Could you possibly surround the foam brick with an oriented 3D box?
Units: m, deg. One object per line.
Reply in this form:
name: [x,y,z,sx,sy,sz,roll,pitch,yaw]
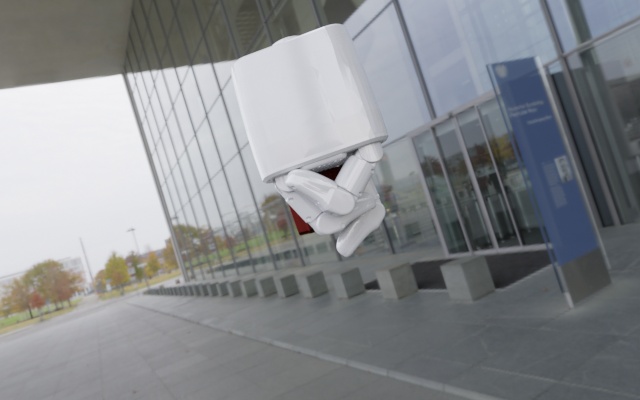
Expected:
foam brick: [0.000,0.002,0.474,0.053,0.051,0.078,-19,-2,-12]
